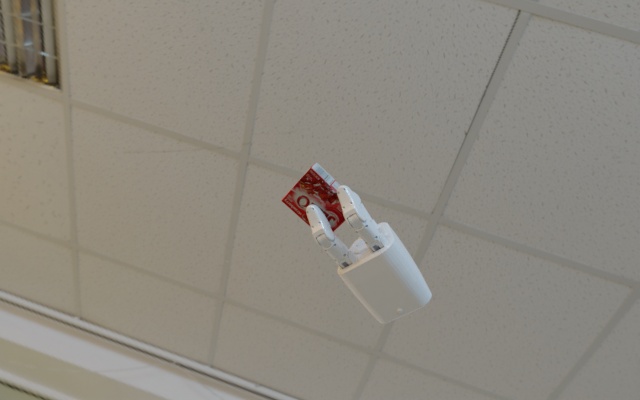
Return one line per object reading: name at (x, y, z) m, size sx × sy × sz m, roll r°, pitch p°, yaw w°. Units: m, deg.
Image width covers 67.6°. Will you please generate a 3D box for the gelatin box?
gelatin box at (0.000, 0.002, 0.692) m, size 0.073 × 0.089 × 0.030 m, roll -46°, pitch 2°, yaw 28°
